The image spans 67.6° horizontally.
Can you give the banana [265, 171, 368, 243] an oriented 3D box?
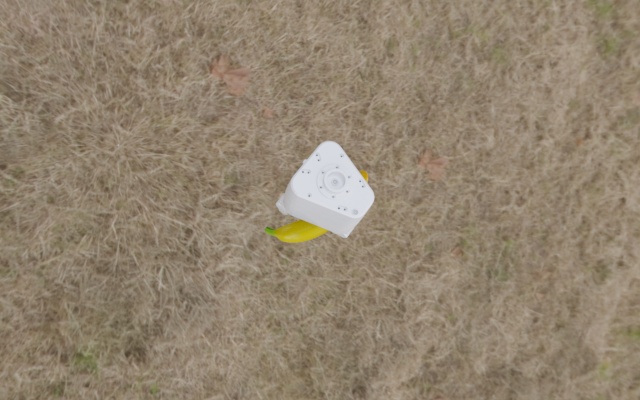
[{"bbox_3d":[0.006,0.017,0.779,0.198,0.069,0.037,-30,-32,-9],"label":"banana"}]
